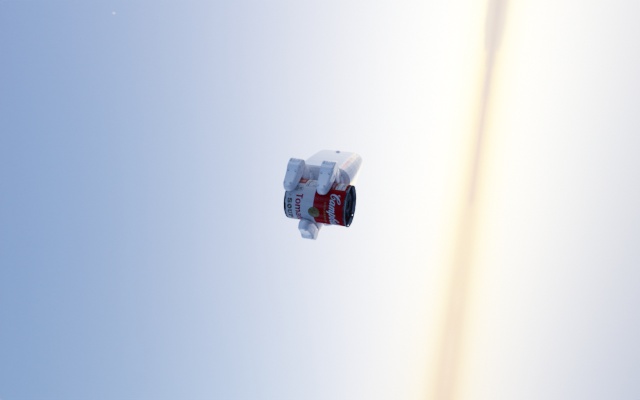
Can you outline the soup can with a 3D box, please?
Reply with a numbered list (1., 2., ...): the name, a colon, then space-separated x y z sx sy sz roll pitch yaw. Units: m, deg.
1. soup can: 0.000 0.003 0.762 0.102 0.068 0.068 8 2 17
